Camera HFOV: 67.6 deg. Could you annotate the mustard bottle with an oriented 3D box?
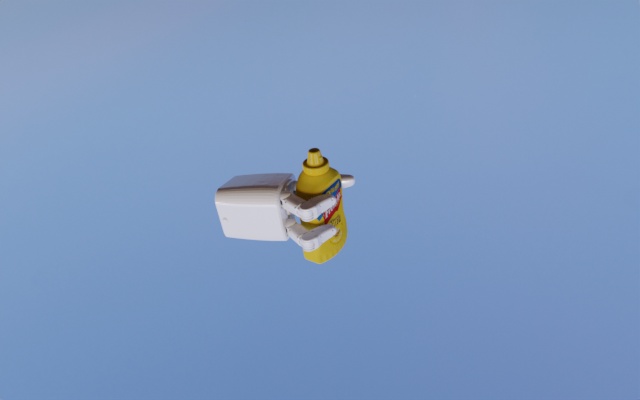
[{"bbox_3d":[0.000,0.003,0.770,0.058,0.192,0.096,17,42,32],"label":"mustard bottle"}]
